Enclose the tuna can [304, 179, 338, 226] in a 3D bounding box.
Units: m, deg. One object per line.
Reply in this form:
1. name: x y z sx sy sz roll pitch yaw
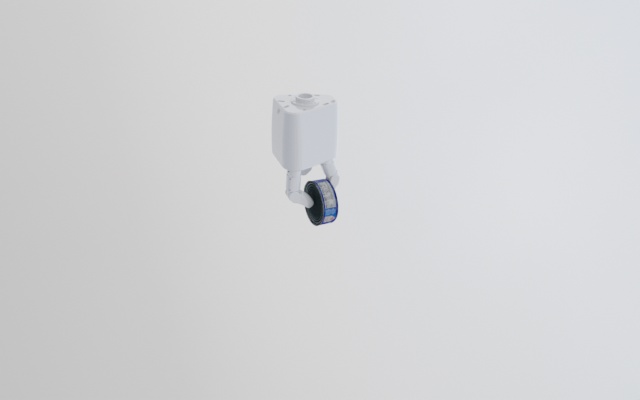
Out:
1. tuna can: 0.001 0.003 0.891 0.034 0.086 0.086 -10 4 -24
